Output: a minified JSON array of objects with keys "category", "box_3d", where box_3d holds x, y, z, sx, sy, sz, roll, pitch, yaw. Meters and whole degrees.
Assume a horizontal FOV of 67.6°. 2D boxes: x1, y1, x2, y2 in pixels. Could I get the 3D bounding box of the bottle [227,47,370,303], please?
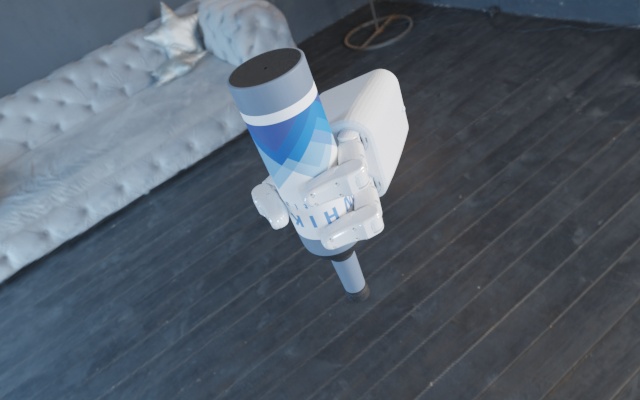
[{"category":"bottle","box_3d":[0.000,0.001,0.471,0.069,0.296,0.069,-14,38,11]}]
